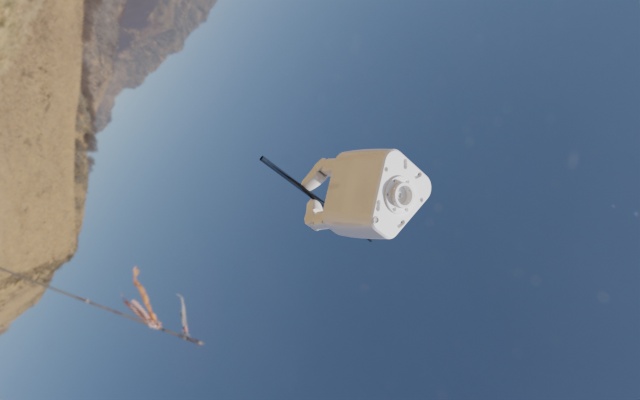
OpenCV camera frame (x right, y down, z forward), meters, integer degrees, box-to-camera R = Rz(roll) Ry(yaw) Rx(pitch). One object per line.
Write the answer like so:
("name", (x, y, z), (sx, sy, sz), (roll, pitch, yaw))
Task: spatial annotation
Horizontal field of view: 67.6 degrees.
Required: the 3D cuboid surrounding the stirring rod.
("stirring rod", (0.000, 0.002, 0.745), (0.240, 0.011, 0.011), (37, -19, -28))
